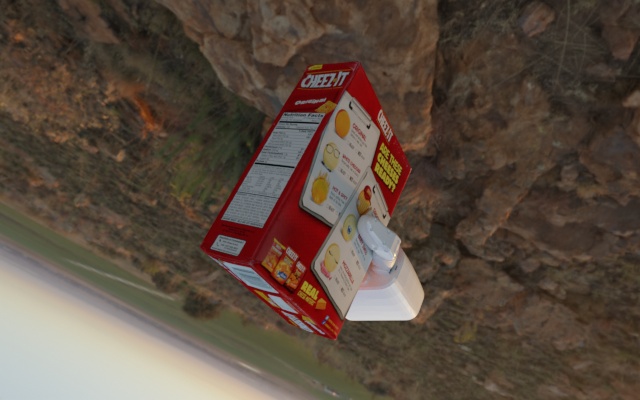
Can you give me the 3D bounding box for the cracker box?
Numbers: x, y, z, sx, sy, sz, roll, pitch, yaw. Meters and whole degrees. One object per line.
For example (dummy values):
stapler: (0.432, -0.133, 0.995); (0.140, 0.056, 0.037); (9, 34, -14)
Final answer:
cracker box: (0.000, 0.002, 0.464); (0.072, 0.213, 0.164); (9, -29, 35)
